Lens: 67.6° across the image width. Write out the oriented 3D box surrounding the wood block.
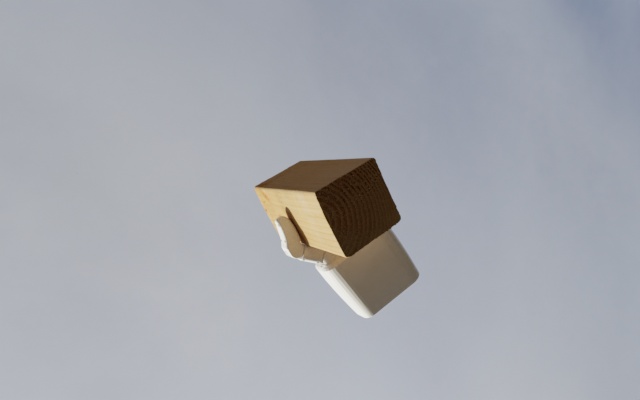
[{"bbox_3d":[0.000,0.003,0.642,0.091,0.090,0.206,-32,17,-22],"label":"wood block"}]
